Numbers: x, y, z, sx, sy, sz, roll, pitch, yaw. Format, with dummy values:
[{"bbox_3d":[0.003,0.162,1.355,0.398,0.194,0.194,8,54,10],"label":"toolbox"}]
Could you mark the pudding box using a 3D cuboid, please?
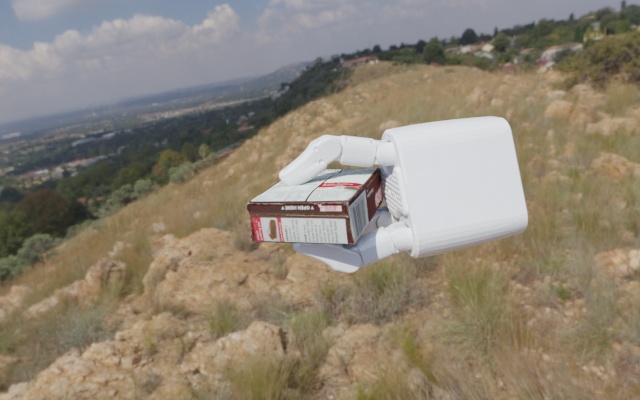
[{"bbox_3d":[0.000,0.001,0.422,0.090,0.039,0.113,-1,16,20],"label":"pudding box"}]
